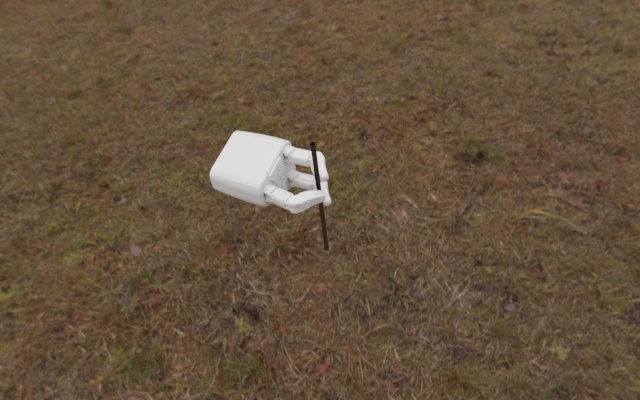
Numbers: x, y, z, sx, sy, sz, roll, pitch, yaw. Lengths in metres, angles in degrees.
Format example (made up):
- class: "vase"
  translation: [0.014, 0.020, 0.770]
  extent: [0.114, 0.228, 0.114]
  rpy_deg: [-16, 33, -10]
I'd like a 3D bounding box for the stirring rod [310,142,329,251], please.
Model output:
- class: "stirring rod"
  translation: [0.000, 0.003, 0.778]
  extent: [0.011, 0.240, 0.011]
  rpy_deg: [-4, 45, 4]
